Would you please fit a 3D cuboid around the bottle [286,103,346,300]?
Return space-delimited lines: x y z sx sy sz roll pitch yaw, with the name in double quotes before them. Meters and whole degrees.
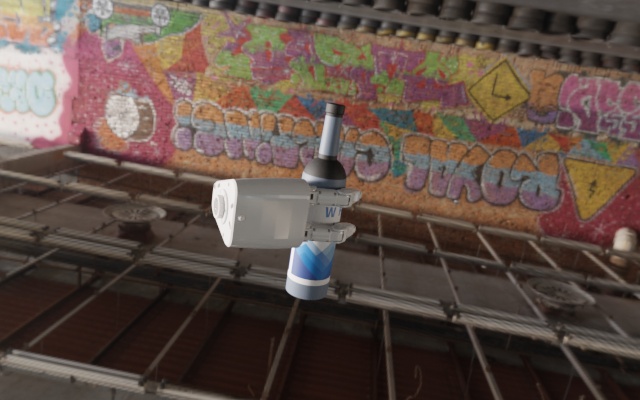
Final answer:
"bottle" 0.000 0.003 0.722 0.069 0.296 0.069 9 15 -2
